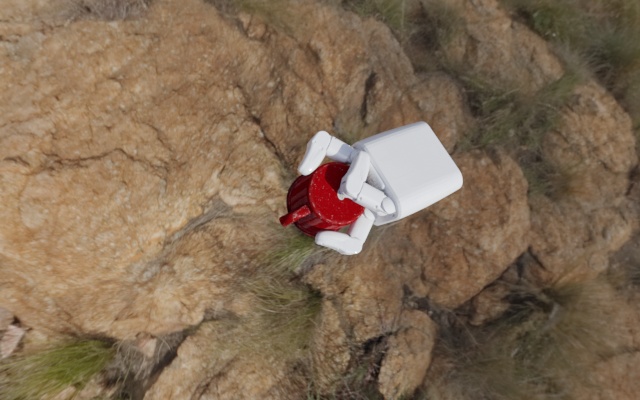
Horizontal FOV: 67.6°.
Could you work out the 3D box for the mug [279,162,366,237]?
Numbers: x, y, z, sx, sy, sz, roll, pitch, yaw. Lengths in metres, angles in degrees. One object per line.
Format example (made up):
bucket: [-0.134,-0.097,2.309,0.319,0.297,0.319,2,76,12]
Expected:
mug: [-0.001,0.002,0.617,0.117,0.093,0.081,-24,-2,-22]
